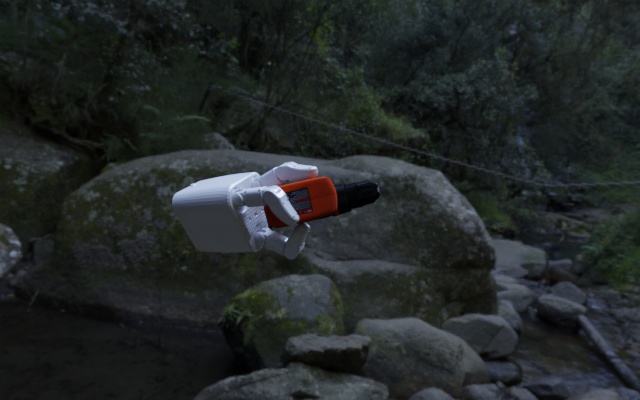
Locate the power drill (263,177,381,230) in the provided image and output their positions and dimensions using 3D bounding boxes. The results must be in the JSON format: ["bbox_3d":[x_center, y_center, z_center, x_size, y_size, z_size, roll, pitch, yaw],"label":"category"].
[{"bbox_3d":[0.000,0.002,0.739,0.184,0.057,0.187,-16,-5,9],"label":"power drill"}]
